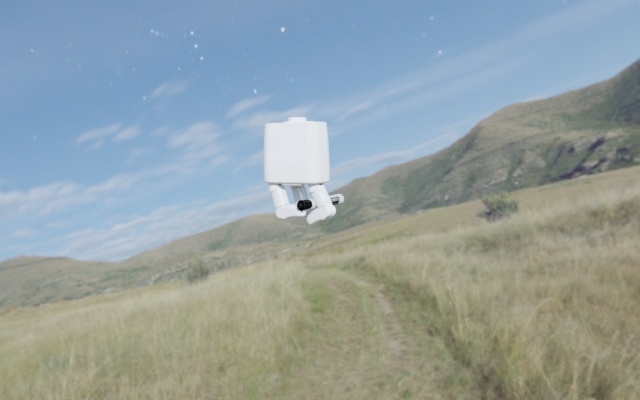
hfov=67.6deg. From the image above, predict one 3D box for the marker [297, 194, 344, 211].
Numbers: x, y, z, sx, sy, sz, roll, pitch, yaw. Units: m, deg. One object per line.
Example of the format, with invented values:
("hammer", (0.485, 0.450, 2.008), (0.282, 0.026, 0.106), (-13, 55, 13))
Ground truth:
("marker", (0.000, 0.003, 0.856), (0.020, 0.020, 0.121), (0, 6, 38))
